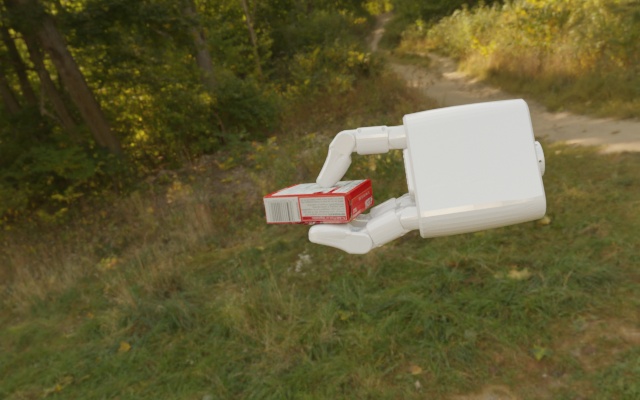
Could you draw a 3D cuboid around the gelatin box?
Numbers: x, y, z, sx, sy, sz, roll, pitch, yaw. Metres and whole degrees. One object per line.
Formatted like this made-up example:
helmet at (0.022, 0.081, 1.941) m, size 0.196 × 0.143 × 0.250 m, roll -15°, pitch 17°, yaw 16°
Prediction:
gelatin box at (0.000, 0.001, 0.472) m, size 0.089 × 0.030 × 0.073 m, roll -2°, pitch 11°, yaw 23°
